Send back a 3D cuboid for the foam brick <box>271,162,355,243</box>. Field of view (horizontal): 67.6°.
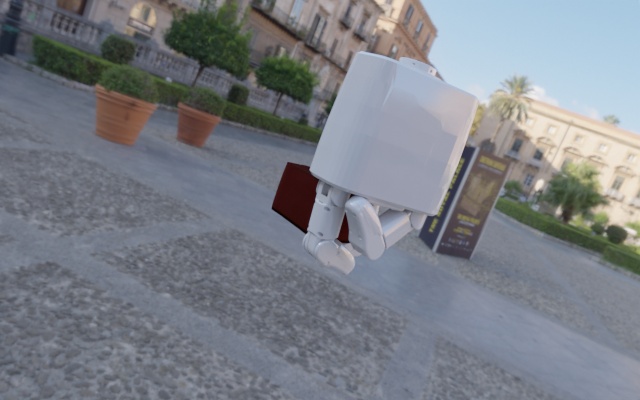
[{"bbox_3d":[0.000,0.001,0.455,0.053,0.051,0.078,7,16,-41],"label":"foam brick"}]
